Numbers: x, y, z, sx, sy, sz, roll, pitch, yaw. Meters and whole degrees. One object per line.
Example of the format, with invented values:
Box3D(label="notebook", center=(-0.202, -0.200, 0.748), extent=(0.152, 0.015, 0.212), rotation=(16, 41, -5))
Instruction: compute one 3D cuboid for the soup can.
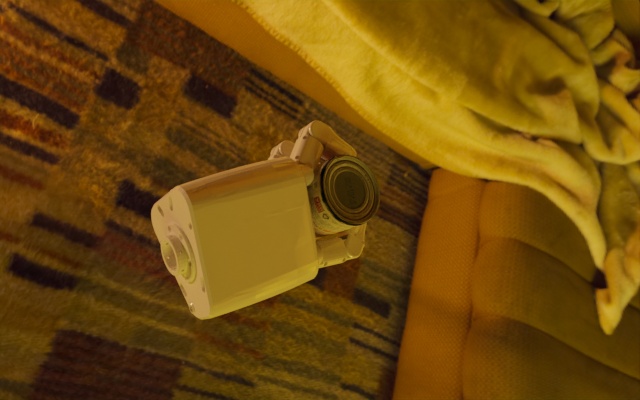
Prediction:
Box3D(label="soup can", center=(0.001, 0.001, 0.465), extent=(0.068, 0.068, 0.102), rotation=(0, -14, -35))
